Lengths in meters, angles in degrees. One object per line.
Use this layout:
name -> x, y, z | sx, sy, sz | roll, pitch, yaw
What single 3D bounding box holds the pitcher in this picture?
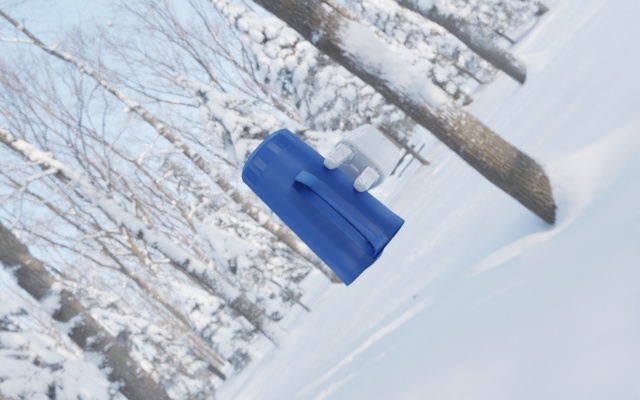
pitcher -> 0.000, 0.002, 0.722 | 0.149, 0.243, 0.145 | -52, -5, 36
